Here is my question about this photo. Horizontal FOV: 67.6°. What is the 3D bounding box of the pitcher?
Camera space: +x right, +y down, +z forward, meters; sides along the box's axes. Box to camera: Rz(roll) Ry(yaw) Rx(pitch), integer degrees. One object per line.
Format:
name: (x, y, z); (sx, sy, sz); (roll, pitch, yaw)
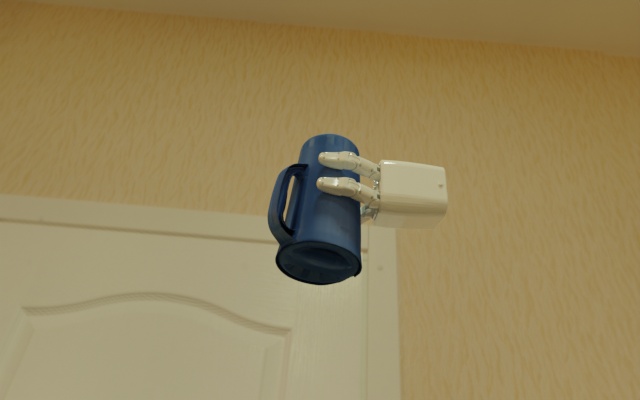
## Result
pitcher: (0.000, 0.003, 0.787); (0.145, 0.242, 0.149); (4, -37, 2)
